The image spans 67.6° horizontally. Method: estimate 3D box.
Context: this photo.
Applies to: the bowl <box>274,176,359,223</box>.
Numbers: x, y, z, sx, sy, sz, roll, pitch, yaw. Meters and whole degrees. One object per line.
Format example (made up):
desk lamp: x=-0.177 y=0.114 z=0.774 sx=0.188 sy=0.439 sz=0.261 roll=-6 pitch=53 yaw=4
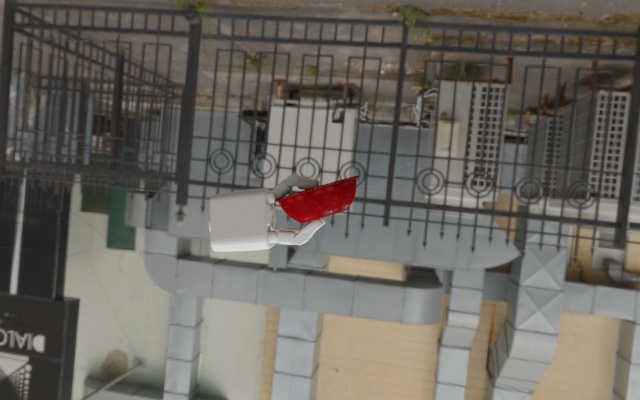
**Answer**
bowl: x=0.001 y=0.003 z=0.867 sx=0.162 sy=0.055 sz=0.162 roll=-17 pitch=0 yaw=0
